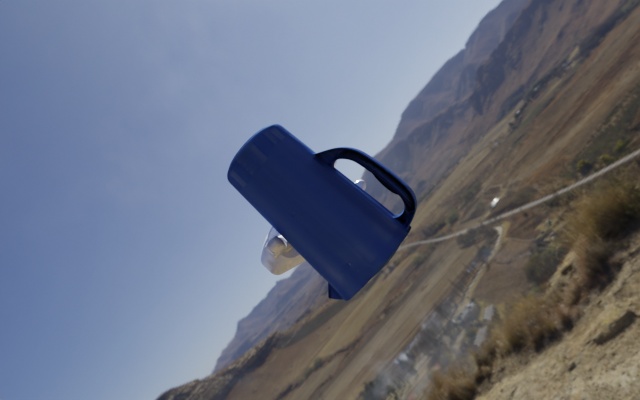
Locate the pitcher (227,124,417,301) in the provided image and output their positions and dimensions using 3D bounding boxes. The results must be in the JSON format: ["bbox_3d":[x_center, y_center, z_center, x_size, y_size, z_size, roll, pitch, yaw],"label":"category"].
[{"bbox_3d":[0.000,0.002,0.649,0.149,0.243,0.145,-45,-6,-26],"label":"pitcher"}]
